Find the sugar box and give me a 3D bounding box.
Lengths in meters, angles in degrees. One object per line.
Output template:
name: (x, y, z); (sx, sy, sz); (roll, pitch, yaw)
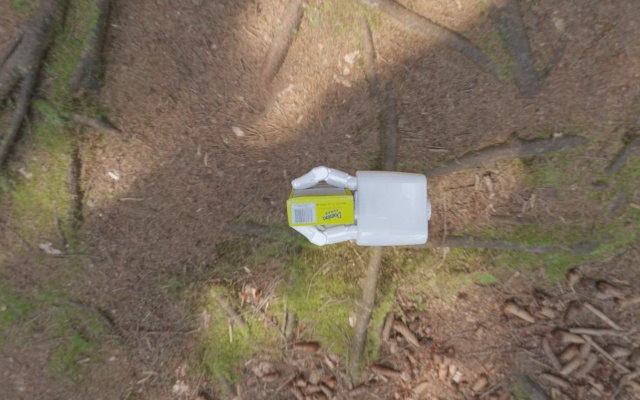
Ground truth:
sugar box: (0.000, 0.003, 0.741); (0.093, 0.048, 0.176); (-2, 6, 1)
